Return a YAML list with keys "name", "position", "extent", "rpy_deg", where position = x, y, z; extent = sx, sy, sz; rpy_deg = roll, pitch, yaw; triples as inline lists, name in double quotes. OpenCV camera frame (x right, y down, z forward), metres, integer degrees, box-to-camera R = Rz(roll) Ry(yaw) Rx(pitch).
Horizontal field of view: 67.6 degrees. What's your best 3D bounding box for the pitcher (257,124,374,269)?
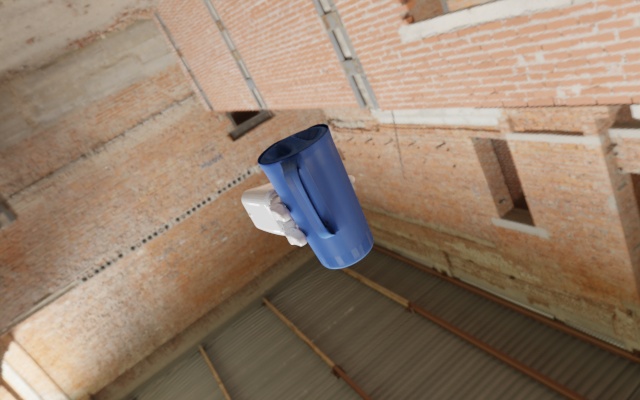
- name: "pitcher"
  position: [0.000, 0.003, 0.834]
  extent: [0.149, 0.243, 0.145]
  rpy_deg: [-41, 25, -29]
